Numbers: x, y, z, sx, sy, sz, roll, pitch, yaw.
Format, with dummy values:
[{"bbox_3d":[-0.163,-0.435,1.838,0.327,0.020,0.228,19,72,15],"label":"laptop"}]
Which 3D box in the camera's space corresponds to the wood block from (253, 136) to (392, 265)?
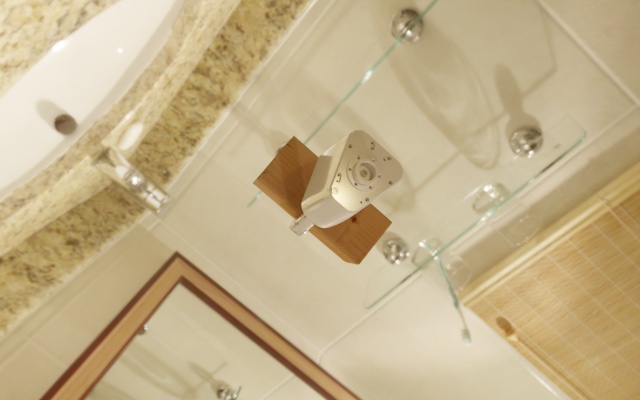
[{"bbox_3d":[0.000,0.003,0.773,0.206,0.091,0.090,41,-11,-8],"label":"wood block"}]
